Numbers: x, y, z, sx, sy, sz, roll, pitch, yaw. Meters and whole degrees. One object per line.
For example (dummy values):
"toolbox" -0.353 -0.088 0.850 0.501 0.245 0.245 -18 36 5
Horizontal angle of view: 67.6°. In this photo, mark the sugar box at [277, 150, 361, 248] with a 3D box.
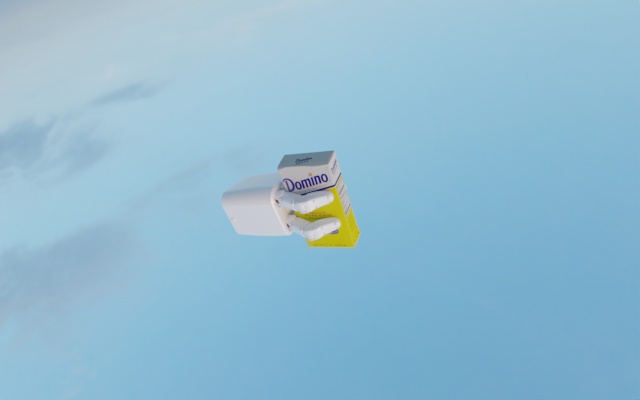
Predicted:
"sugar box" 0.000 0.003 0.802 0.093 0.176 0.048 -3 40 25
